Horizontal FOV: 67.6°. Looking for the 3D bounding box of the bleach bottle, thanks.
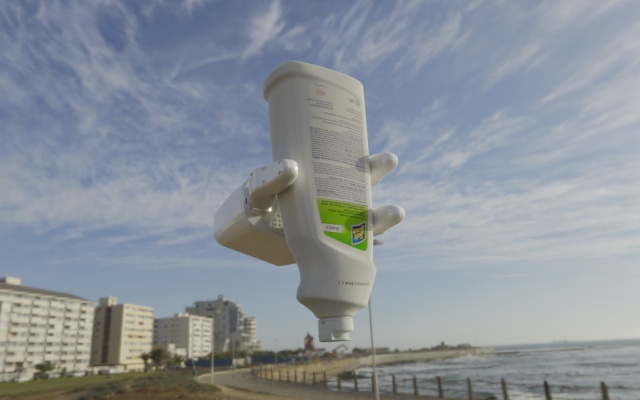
[{"bbox_3d":[0.000,0.001,0.446,0.102,0.250,0.068,7,-20,-30],"label":"bleach bottle"}]
